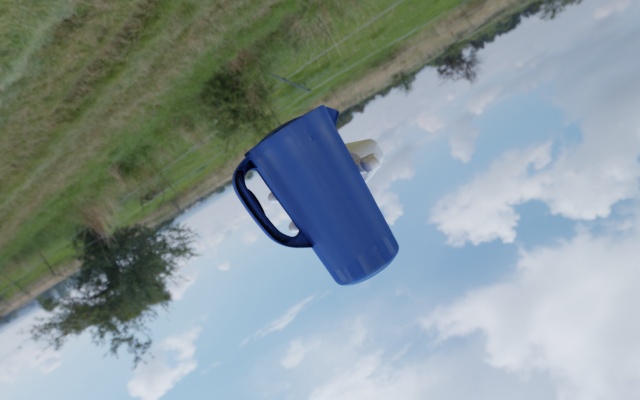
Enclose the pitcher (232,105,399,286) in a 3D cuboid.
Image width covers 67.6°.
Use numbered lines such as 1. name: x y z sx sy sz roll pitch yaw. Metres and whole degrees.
1. pitcher: 0.000 0.002 0.682 0.149 0.243 0.145 -28 7 27
